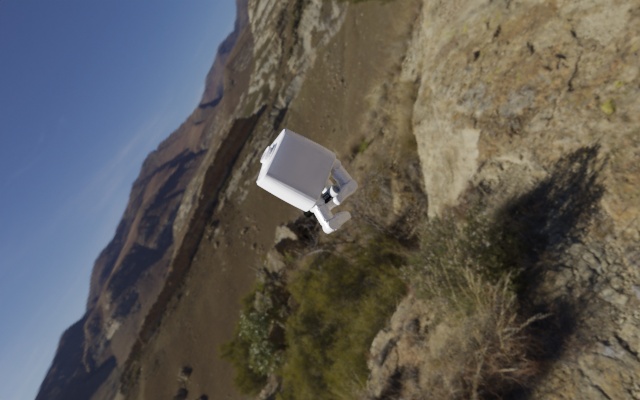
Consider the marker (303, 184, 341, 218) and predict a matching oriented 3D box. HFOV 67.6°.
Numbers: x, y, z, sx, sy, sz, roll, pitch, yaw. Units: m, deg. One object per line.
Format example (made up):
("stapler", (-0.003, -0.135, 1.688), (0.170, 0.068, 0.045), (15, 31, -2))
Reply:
("marker", (0.000, 0.003, 0.878), (0.020, 0.020, 0.121), (0, -23, -30))
